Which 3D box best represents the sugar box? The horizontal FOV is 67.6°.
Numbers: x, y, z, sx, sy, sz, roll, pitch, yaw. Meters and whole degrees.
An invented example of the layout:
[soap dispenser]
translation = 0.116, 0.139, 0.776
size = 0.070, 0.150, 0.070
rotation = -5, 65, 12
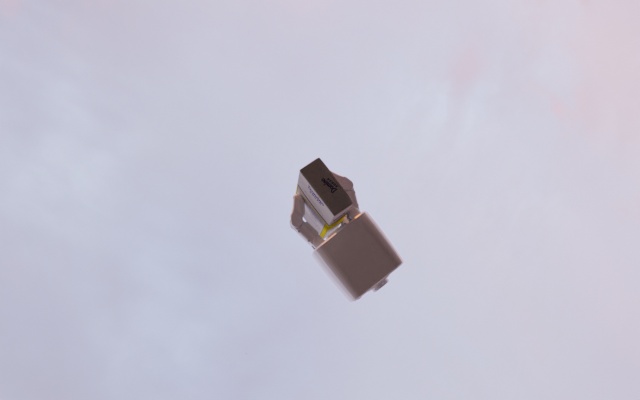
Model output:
[sugar box]
translation = 0.001, 0.002, 0.809
size = 0.048, 0.093, 0.176
rotation = -34, -9, -17
